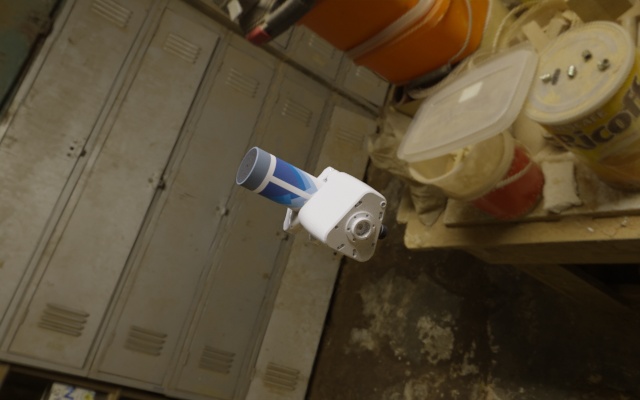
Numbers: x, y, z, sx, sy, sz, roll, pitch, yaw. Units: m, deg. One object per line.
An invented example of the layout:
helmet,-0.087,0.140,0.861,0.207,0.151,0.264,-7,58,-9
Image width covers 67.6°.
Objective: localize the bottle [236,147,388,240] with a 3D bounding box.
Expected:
bottle,0.000,0.003,0.825,0.296,0.069,0.069,26,-13,-28
